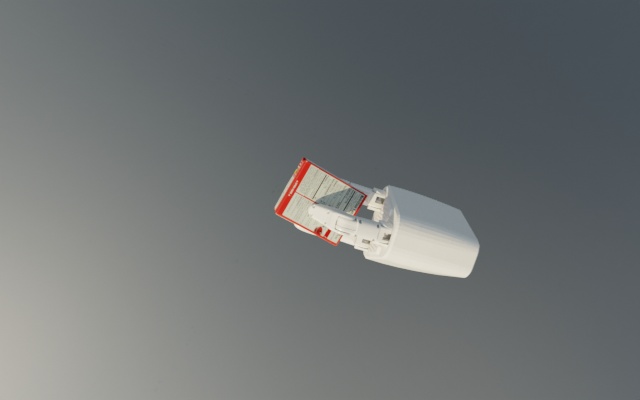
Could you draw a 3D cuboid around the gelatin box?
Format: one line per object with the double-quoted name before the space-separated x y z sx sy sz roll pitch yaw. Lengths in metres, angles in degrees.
"gelatin box" 0.000 0.002 0.574 0.089 0.073 0.030 29 6 -15
